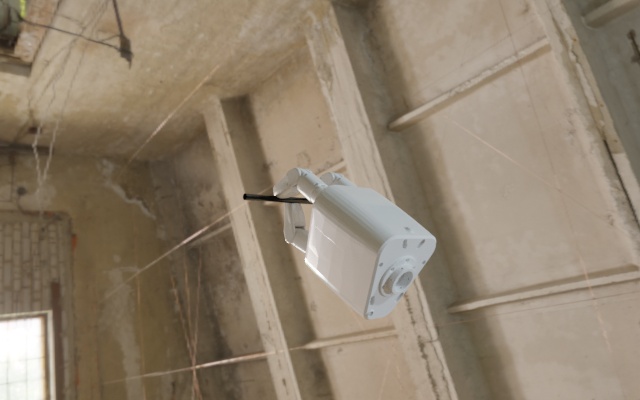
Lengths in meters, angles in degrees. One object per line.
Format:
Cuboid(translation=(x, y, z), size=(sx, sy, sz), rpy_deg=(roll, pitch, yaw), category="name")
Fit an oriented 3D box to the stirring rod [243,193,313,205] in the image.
Cuboid(translation=(0.000, 0.002, 0.637), size=(0.239, 0.011, 0.011), rpy_deg=(4, -3, -43), category="stirring rod")
